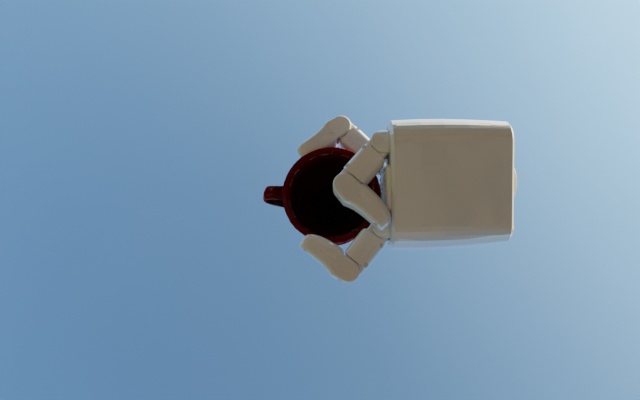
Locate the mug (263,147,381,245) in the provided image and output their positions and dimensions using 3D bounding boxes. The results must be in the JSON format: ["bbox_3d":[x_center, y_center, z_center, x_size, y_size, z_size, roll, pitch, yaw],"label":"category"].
[{"bbox_3d":[-0.001,0.002,0.489,0.117,0.093,0.081,2,-12,3],"label":"mug"}]
